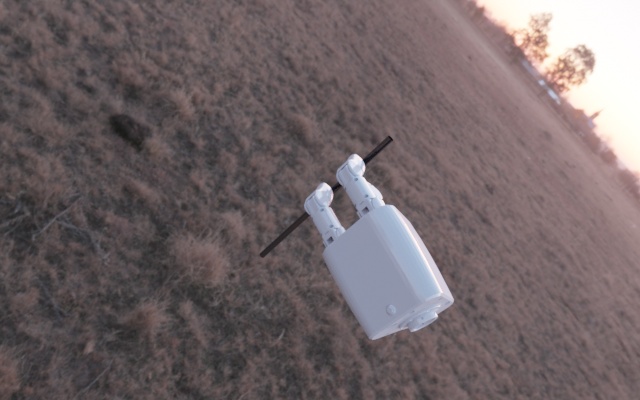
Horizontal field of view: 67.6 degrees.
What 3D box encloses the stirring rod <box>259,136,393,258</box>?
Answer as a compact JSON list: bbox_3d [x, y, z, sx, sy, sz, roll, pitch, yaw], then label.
[{"bbox_3d":[0.000,0.002,0.595,0.239,0.011,0.011,-42,-22,26],"label":"stirring rod"}]
